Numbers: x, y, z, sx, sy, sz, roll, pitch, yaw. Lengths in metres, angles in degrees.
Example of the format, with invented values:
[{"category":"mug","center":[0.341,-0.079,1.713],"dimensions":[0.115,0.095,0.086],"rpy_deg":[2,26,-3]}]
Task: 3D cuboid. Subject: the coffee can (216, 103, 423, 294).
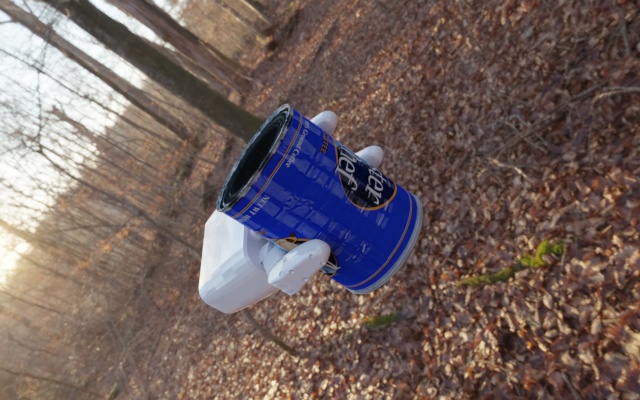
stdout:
[{"category":"coffee can","center":[0.000,0.001,0.402],"dimensions":[0.140,0.103,0.103],"rpy_deg":[34,-13,-20]}]
